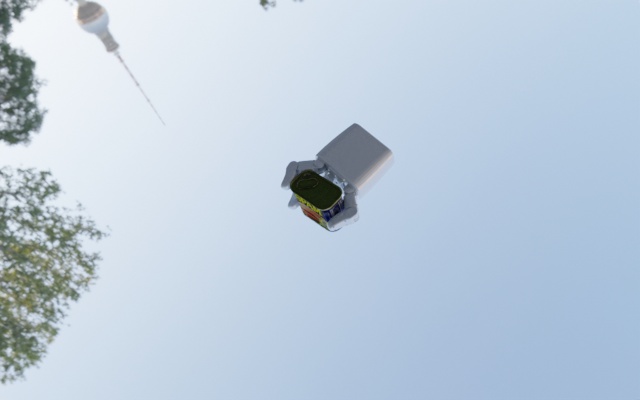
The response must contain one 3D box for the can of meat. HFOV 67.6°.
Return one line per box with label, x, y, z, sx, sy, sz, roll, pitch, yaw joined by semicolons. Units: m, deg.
can of meat;0.000;0.003;0.884;0.102;0.057;0.084;33;-21;32
